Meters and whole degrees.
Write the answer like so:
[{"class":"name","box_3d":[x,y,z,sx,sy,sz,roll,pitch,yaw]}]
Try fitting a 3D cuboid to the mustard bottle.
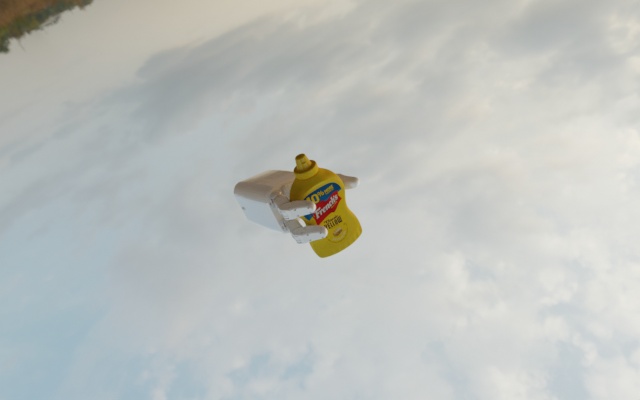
[{"class":"mustard bottle","box_3d":[0.000,0.003,0.819,0.096,0.192,0.058,-30,32,-9]}]
